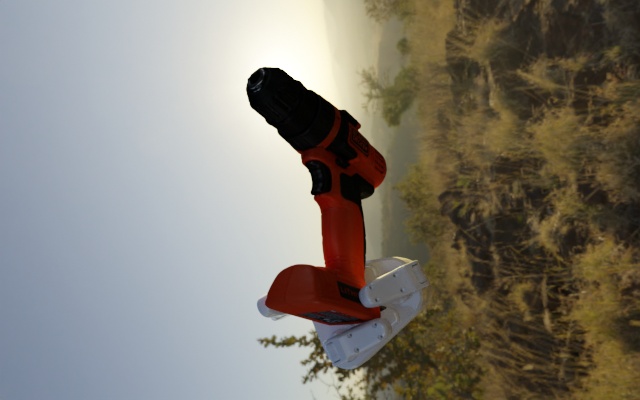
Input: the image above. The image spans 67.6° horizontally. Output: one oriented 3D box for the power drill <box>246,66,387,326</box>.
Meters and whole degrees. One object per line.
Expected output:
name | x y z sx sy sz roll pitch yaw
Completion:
power drill | 0.000 0.002 0.402 0.057 0.187 0.184 -14 -29 34
